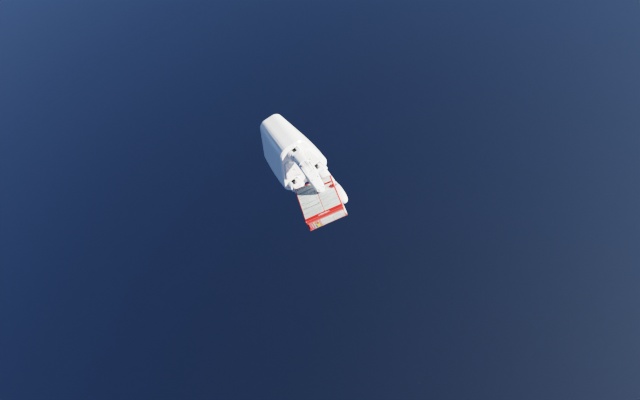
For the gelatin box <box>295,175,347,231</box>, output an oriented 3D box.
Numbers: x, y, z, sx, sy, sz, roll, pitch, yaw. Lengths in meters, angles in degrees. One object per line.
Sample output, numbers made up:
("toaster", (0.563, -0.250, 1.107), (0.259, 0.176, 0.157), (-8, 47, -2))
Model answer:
("gelatin box", (0.000, 0.003, 0.870), (0.073, 0.089, 0.030), (-24, -43, 3))
